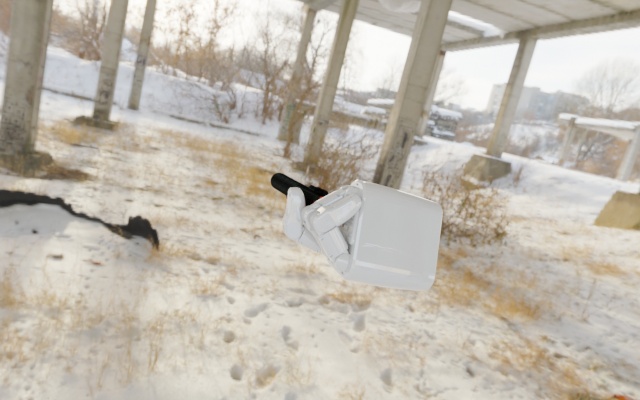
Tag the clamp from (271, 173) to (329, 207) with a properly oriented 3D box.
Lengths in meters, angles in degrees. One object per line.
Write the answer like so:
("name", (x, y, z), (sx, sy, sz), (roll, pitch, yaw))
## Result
("clamp", (0.000, 0.002, 0.640), (0.120, 0.039, 0.171), (15, 9, -17))
